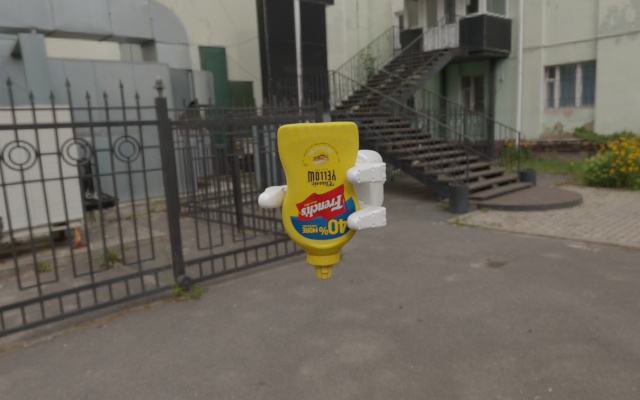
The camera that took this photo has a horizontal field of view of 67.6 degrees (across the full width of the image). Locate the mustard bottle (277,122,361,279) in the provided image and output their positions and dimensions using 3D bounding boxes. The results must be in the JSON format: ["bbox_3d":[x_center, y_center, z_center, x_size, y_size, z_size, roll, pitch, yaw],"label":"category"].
[{"bbox_3d":[0.000,0.002,0.585,0.096,0.191,0.058,-4,9,-7],"label":"mustard bottle"}]
